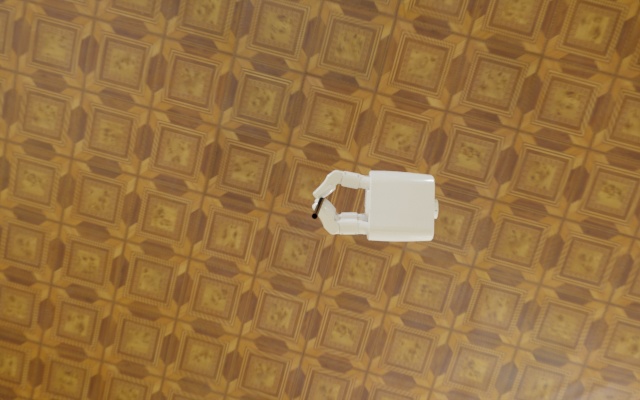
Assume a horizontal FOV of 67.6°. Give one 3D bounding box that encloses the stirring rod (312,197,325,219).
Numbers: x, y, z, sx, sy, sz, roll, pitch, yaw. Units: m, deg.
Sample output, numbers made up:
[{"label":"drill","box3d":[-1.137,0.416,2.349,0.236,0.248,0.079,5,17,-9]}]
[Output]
[{"label":"stirring rod","box3d":[0.000,0.002,0.773,0.011,0.011,0.239,0,9,4]}]
